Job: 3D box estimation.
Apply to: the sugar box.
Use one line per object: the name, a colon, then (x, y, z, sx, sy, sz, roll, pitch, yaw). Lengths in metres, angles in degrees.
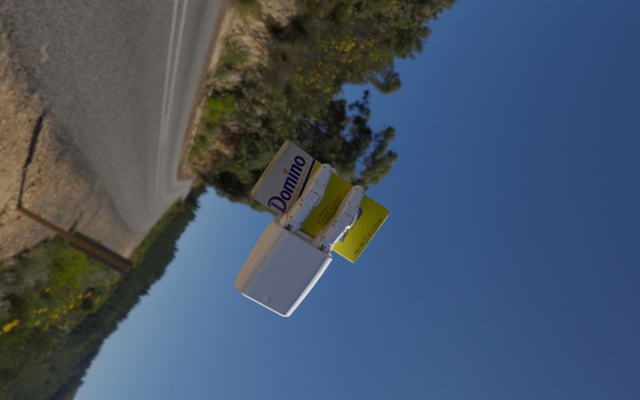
sugar box: (0.000, 0.003, 0.673, 0.176, 0.093, 0.048, 33, 5, -17)
